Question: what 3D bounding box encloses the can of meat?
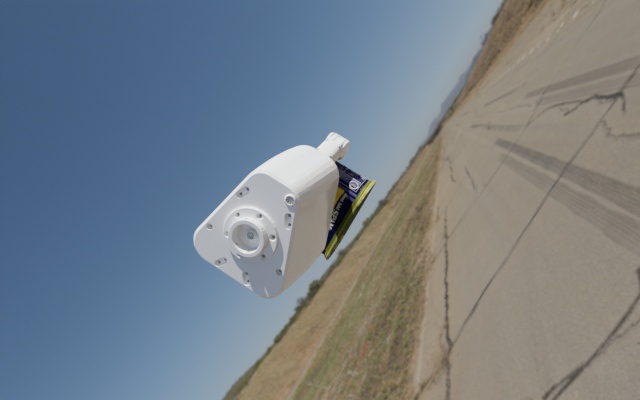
[{"bbox_3d":[0.000,0.001,0.539,0.084,0.102,0.057,32,26,7],"label":"can of meat"}]
